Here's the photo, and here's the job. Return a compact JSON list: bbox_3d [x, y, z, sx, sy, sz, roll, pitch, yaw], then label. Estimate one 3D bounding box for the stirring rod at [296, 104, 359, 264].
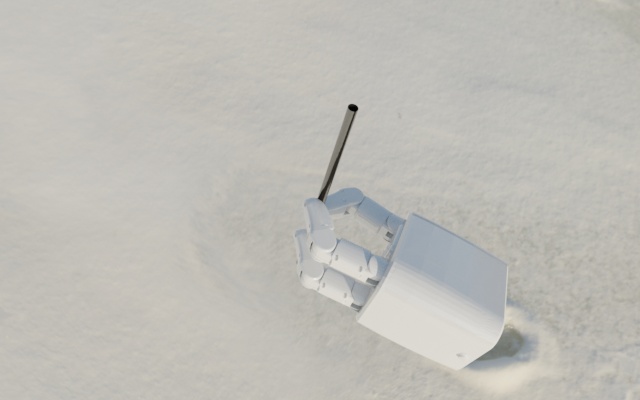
[{"bbox_3d":[0.000,0.001,0.439,0.011,0.011,0.240,0,-34,-14],"label":"stirring rod"}]
